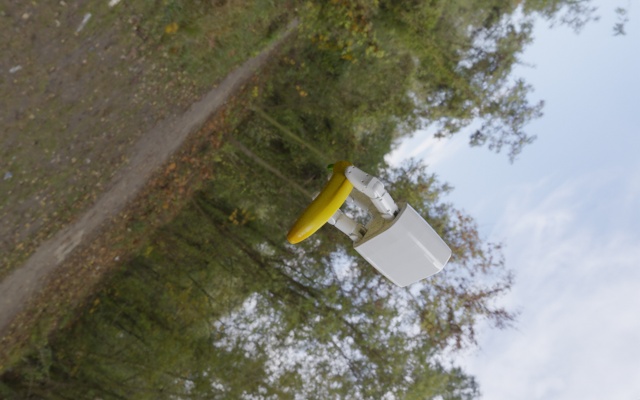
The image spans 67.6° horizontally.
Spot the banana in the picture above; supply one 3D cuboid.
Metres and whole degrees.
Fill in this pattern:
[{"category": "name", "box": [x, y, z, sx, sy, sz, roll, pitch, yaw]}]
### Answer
[{"category": "banana", "box": [0.013, -0.008, 0.700, 0.070, 0.037, 0.197, -35, 15, 38]}]
